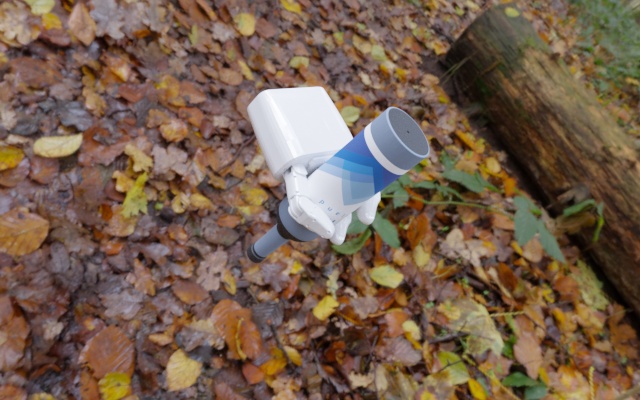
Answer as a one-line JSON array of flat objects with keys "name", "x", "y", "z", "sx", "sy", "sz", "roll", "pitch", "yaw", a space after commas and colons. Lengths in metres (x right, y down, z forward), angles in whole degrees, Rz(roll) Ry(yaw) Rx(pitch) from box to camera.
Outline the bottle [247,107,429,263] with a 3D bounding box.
[{"name": "bottle", "x": 0.000, "y": 0.002, "z": 0.592, "sx": 0.069, "sy": 0.069, "sz": 0.296, "roll": 0, "pitch": -31, "yaw": -48}]
